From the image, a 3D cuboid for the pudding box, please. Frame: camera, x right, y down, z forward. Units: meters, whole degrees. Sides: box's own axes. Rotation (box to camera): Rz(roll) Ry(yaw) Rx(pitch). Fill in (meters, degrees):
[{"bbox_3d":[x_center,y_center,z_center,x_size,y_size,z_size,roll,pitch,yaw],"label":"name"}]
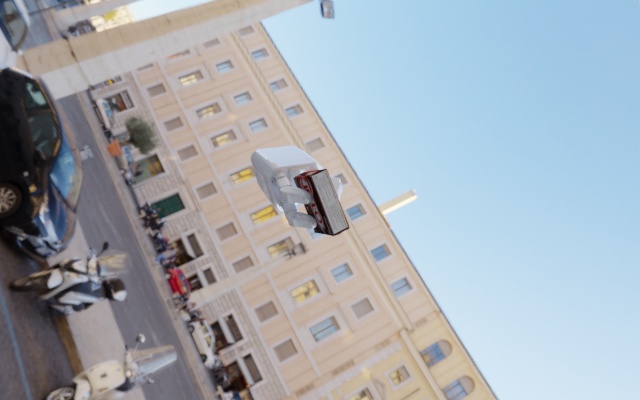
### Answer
[{"bbox_3d":[0.000,0.003,0.831,0.039,0.113,0.090,-26,9,-18],"label":"pudding box"}]
